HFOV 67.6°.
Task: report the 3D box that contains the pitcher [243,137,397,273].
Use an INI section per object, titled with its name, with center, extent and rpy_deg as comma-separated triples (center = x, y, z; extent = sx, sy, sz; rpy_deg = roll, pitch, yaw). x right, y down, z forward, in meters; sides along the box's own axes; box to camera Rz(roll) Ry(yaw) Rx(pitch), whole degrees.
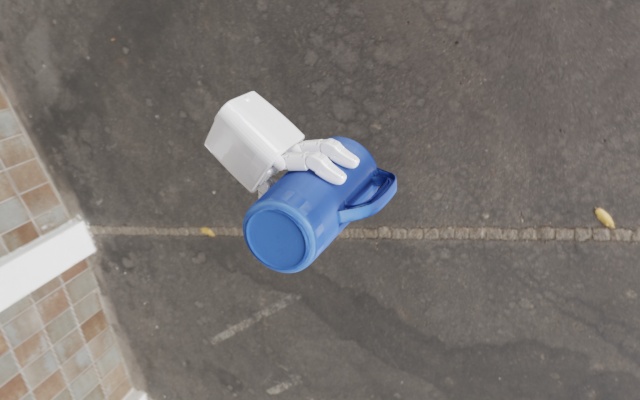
[pitcher]
center = 0.000, 0.002, 0.704
extent = 0.149, 0.145, 0.242
rpy_deg = -46, 0, 34
